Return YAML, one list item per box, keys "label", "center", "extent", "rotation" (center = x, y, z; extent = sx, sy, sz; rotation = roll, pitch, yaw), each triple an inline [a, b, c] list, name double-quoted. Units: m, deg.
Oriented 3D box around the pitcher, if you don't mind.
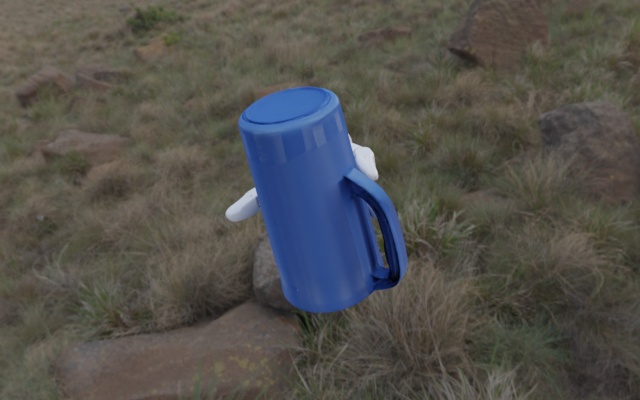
- label: "pitcher"
  center: [0.000, 0.002, 0.547]
  extent: [0.149, 0.243, 0.145]
  rotation: [-17, 32, -4]
